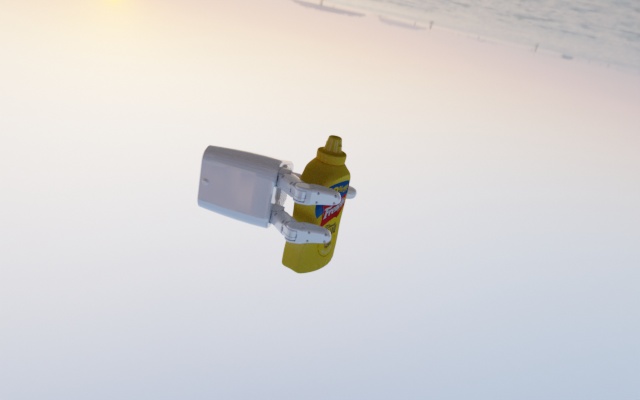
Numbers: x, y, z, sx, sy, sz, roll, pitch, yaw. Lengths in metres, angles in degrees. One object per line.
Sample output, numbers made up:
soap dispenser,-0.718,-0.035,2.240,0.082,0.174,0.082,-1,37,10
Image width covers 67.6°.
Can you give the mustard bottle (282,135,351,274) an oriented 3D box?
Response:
mustard bottle,0.000,0.003,0.665,0.058,0.192,0.096,25,25,29
